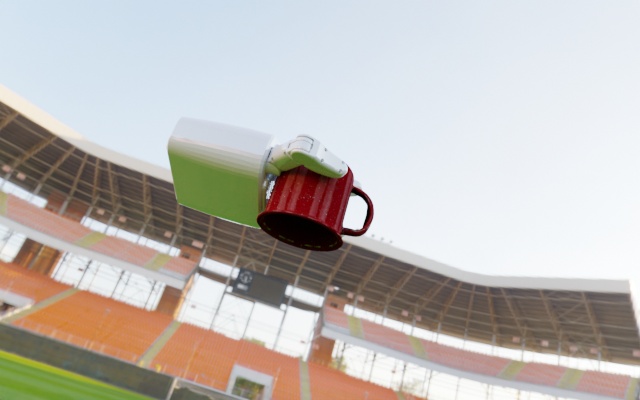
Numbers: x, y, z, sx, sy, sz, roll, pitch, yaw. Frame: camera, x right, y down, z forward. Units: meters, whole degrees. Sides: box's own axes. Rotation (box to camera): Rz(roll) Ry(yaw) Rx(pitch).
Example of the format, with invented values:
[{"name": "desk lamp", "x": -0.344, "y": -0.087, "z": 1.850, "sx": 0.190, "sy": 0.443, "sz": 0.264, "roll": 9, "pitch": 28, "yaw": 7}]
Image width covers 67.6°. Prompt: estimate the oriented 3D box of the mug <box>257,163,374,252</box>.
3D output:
[{"name": "mug", "x": 0.002, "y": 0.002, "z": 0.508, "sx": 0.117, "sy": 0.081, "sz": 0.093, "roll": 14, "pitch": -25, "yaw": 6}]
